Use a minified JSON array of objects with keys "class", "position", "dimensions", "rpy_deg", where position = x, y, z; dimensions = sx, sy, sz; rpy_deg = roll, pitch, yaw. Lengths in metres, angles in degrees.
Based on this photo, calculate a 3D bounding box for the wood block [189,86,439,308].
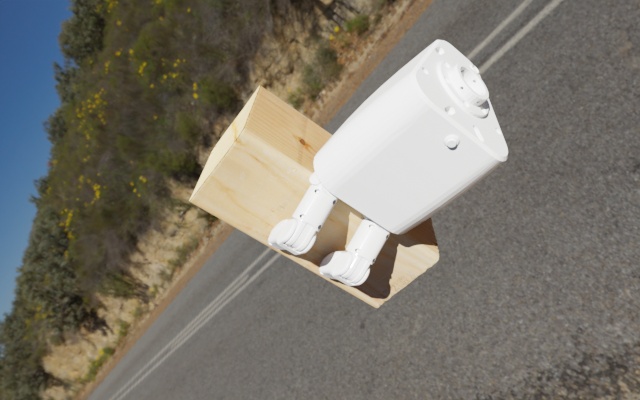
[{"class":"wood block","position":[0.000,0.001,0.445],"dimensions":[0.206,0.090,0.090],"rpy_deg":[33,31,-19]}]
